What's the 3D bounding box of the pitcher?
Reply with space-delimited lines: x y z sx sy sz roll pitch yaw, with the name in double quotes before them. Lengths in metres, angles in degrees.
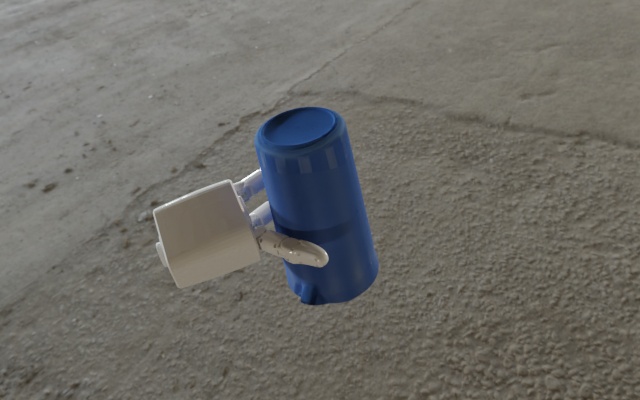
"pitcher" 0.000 0.002 0.622 0.145 0.243 0.149 -20 38 -10
